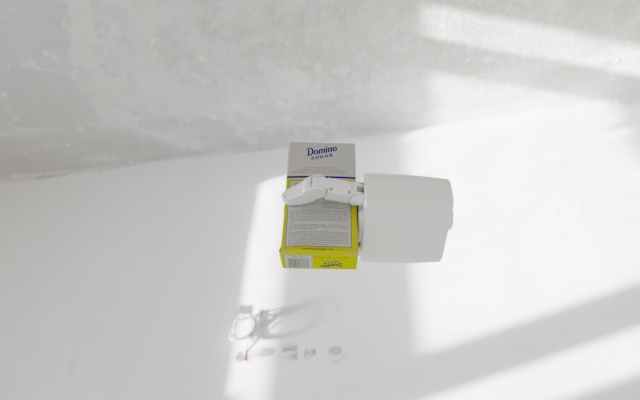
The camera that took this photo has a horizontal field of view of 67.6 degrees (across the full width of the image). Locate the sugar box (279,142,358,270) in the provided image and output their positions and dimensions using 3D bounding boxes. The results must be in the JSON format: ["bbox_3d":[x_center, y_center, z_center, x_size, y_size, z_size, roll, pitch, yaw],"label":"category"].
[{"bbox_3d":[0.000,0.002,0.615,0.093,0.176,0.048,2,-39,1],"label":"sugar box"}]
